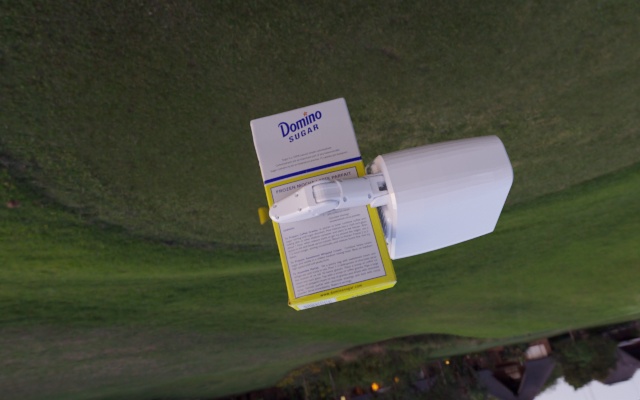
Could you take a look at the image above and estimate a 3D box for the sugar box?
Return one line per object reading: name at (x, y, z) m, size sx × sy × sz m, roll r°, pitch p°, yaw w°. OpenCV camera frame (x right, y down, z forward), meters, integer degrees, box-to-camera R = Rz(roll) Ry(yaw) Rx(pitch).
sugar box at (0.000, 0.002, 0.435) m, size 0.093 × 0.176 × 0.048 m, roll -13°, pitch -19°, yaw 0°
